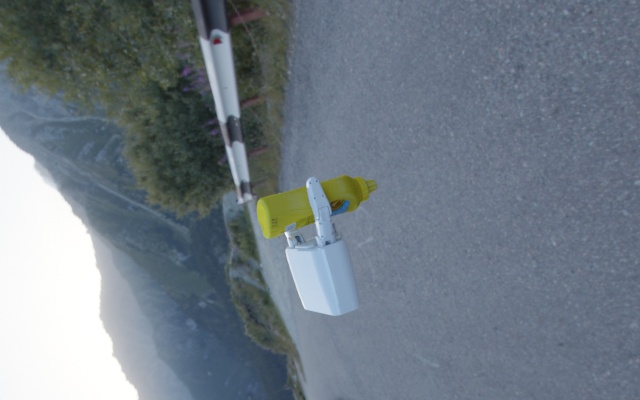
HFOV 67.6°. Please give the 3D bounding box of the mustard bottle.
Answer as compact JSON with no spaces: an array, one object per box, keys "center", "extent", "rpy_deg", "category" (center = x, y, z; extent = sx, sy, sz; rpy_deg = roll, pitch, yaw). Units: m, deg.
[{"center":[0.000,0.002,0.742],"extent":[0.191,0.058,0.096],"rpy_deg":[-17,-19,-16],"category":"mustard bottle"}]
